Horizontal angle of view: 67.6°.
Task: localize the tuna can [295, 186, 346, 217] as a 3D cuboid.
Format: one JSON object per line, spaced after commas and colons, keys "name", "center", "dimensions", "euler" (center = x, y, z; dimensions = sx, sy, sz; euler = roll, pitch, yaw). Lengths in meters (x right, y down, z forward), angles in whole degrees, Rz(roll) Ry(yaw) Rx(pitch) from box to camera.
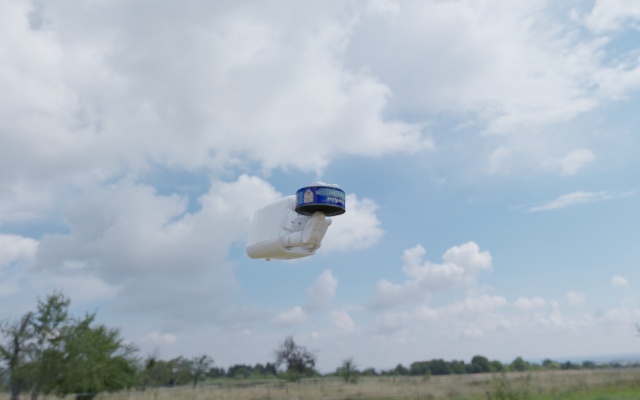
{"name": "tuna can", "center": [0.000, 0.002, 0.803], "dimensions": [0.086, 0.033, 0.086], "euler": [1, -15, 0]}
